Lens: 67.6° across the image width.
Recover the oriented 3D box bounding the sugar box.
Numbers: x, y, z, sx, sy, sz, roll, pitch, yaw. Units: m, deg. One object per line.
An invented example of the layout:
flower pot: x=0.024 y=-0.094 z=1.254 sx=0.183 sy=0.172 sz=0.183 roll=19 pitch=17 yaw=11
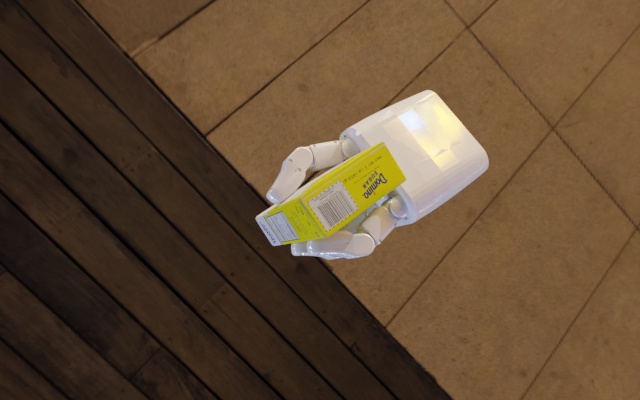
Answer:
sugar box: x=0.001 y=0.002 z=0.468 sx=0.093 sy=0.048 sz=0.176 roll=-34 pitch=2 yaw=-19
